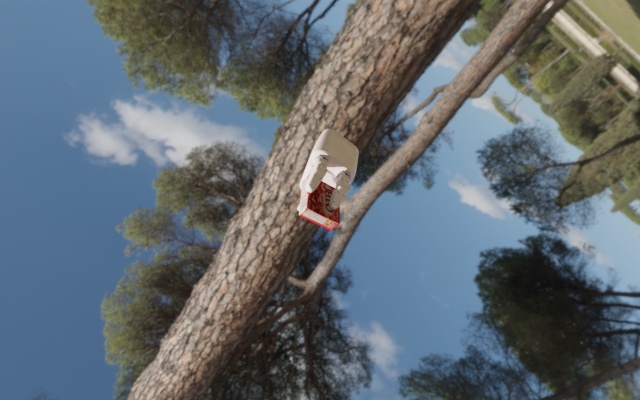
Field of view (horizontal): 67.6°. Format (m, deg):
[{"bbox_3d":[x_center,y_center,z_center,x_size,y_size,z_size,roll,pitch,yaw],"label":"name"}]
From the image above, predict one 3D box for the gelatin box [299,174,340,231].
[{"bbox_3d":[0.000,0.003,0.888,0.073,0.089,0.030,27,-48,-23],"label":"gelatin box"}]
